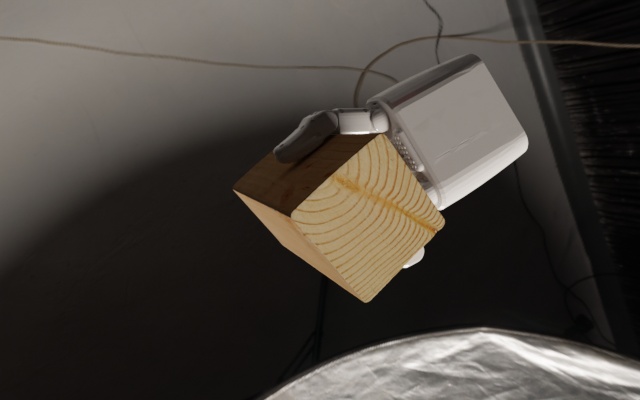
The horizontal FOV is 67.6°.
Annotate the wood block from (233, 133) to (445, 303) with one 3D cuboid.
[{"bbox_3d":[0.000,0.001,0.429,0.090,0.091,0.206,-43,19,-12],"label":"wood block"}]
